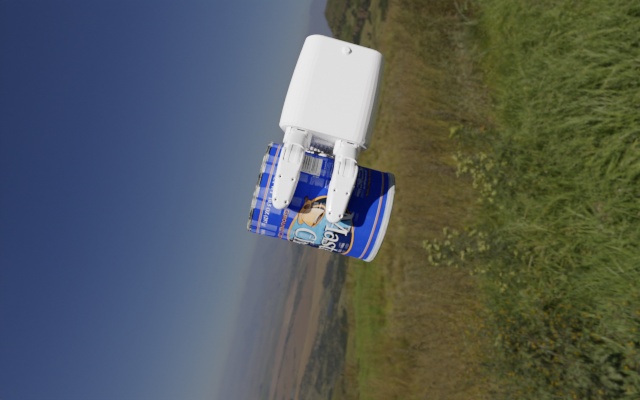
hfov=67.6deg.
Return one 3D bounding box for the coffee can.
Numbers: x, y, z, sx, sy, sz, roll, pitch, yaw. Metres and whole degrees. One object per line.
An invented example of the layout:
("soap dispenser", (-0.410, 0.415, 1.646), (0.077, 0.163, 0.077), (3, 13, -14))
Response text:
("coffee can", (0.000, 0.002, 0.531), (0.140, 0.103, 0.103), (14, -1, -4))
